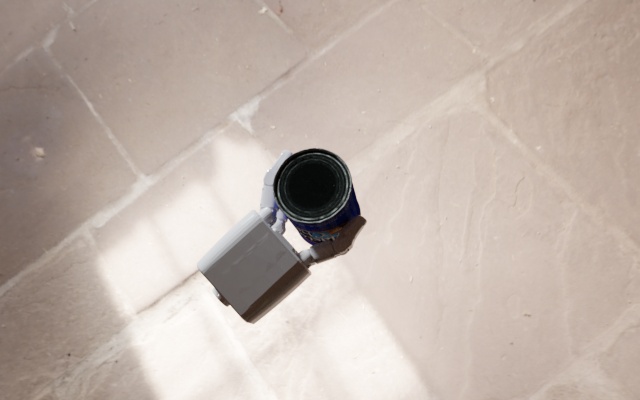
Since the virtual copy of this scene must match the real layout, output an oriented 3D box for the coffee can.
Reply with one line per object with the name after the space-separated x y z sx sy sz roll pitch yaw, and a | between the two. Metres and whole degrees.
0.000 0.002 0.666 0.103 0.102 0.140 0 -18 9 | coffee can
